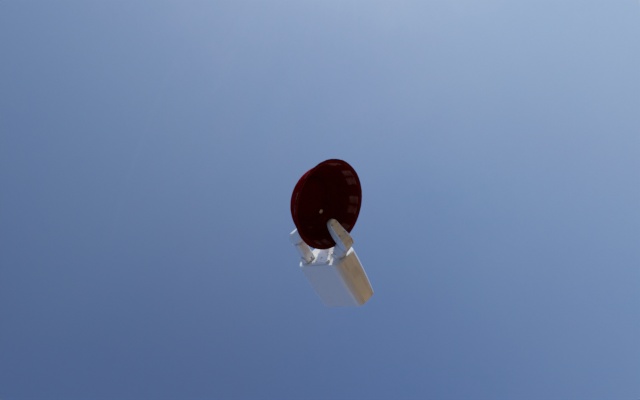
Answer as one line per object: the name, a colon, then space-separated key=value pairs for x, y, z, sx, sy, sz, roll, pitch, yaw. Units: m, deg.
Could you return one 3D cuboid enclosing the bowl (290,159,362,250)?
bowl: x=0.000 y=0.001 z=0.848 sx=0.162 sy=0.162 sz=0.055 roll=0 pitch=11 yaw=-44
